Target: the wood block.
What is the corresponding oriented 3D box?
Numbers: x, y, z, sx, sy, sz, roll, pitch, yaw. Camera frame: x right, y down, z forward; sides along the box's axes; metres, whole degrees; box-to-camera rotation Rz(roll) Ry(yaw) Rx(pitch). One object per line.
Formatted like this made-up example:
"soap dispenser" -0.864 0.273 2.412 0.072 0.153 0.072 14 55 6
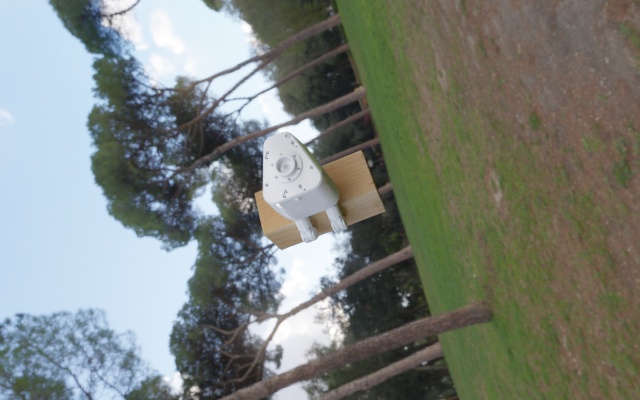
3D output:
"wood block" 0.000 0.002 0.855 0.206 0.090 0.090 -21 -28 8
